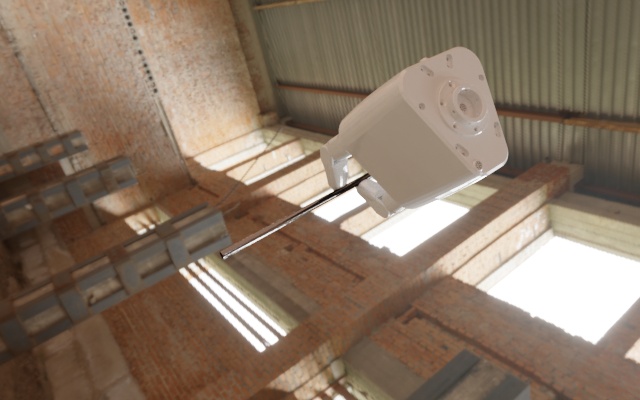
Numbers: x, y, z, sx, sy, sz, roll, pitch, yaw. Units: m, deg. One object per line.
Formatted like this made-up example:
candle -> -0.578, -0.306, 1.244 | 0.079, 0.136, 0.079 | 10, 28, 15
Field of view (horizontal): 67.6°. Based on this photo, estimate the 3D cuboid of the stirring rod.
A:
stirring rod -> 0.000, 0.002, 0.511 | 0.239, 0.011, 0.011 | -28, 13, -26
